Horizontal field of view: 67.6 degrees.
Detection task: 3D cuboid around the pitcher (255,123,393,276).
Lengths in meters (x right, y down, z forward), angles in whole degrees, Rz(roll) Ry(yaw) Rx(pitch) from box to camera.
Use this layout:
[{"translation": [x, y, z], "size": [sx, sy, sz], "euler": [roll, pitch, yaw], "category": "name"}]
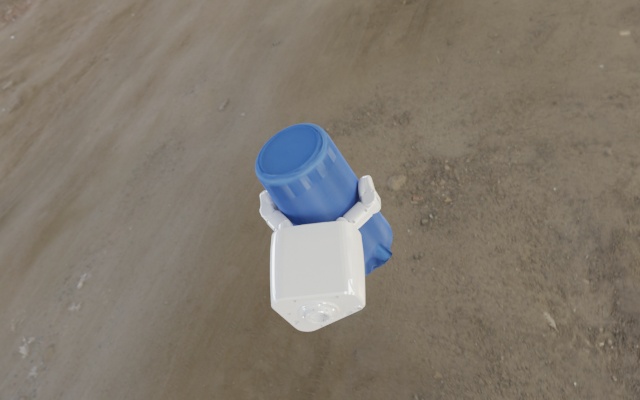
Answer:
[{"translation": [0.000, 0.002, 0.708], "size": [0.149, 0.145, 0.243], "euler": [-17, -43, 17], "category": "pitcher"}]
